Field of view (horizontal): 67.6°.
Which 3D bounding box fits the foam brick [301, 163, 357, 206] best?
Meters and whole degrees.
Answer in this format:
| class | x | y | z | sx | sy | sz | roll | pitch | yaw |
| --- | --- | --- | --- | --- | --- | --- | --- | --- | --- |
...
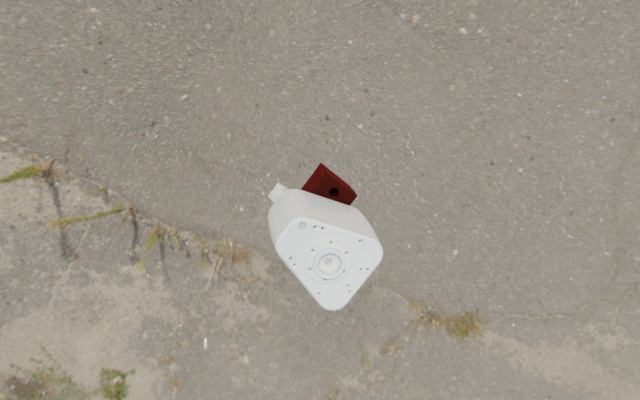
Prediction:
| class | x | y | z | sx | sy | sz | roll | pitch | yaw |
| --- | --- | --- | --- | --- | --- | --- | --- | --- | --- |
| foam brick | 0.000 | 0.002 | 0.605 | 0.053 | 0.078 | 0.051 | 35 | 8 | -16 |
